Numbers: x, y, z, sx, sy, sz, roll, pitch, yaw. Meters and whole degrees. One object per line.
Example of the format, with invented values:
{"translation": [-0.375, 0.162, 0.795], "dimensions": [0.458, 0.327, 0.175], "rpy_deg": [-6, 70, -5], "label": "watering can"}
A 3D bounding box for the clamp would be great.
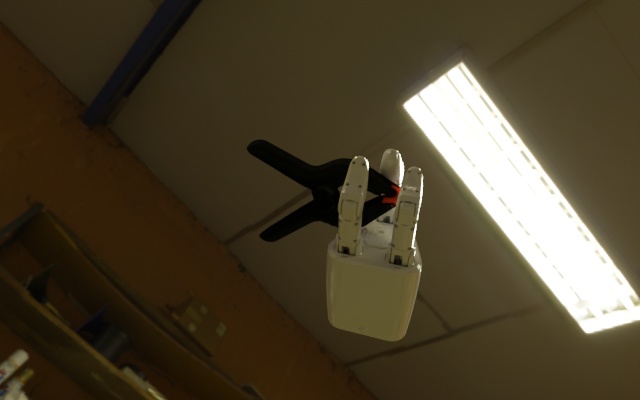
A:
{"translation": [0.000, 0.001, 0.523], "dimensions": [0.171, 0.120, 0.039], "rpy_deg": [11, 31, 14], "label": "clamp"}
